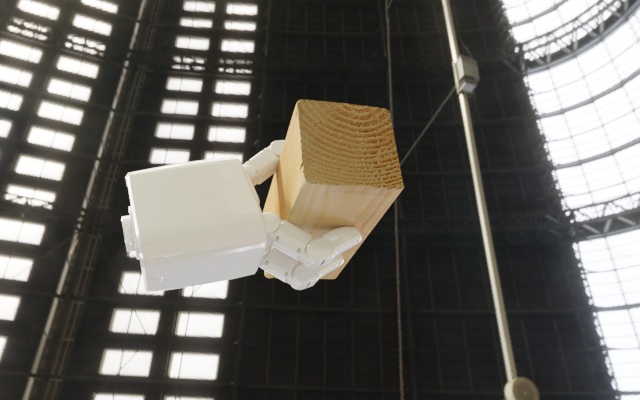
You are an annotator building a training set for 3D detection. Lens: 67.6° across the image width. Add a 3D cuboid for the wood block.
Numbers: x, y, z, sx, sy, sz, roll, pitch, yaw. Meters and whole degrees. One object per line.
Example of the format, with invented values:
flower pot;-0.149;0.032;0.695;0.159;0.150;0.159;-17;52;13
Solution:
wood block;0.000;0.001;0.495;0.090;0.090;0.206;3;-31;-15
